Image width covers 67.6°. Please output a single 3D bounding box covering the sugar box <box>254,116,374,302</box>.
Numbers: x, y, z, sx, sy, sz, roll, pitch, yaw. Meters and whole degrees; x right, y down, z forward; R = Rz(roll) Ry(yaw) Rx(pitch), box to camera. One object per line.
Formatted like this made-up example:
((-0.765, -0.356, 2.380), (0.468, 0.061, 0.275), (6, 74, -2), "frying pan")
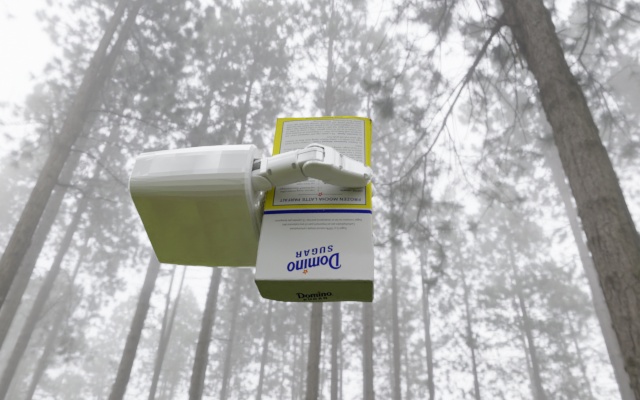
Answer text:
((0.000, 0.002, 0.421), (0.093, 0.176, 0.048), (0, -34, 6), "sugar box")
